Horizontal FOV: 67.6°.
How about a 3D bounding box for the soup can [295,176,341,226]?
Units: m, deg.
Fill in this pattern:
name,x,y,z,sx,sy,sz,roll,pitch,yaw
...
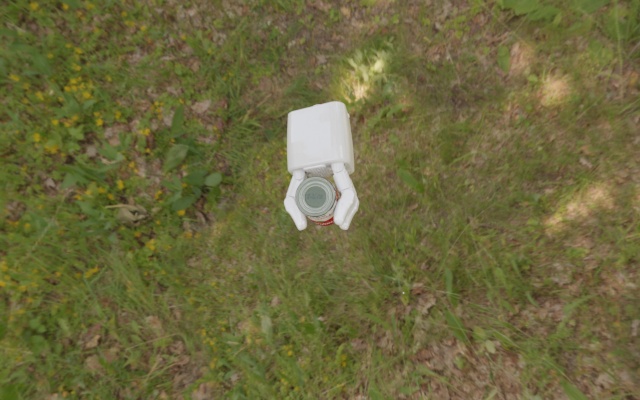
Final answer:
name,x,y,z,sx,sy,sz,roll,pitch,yaw
soup can,0.000,0.003,0.804,0.068,0.068,0.102,0,-11,10
